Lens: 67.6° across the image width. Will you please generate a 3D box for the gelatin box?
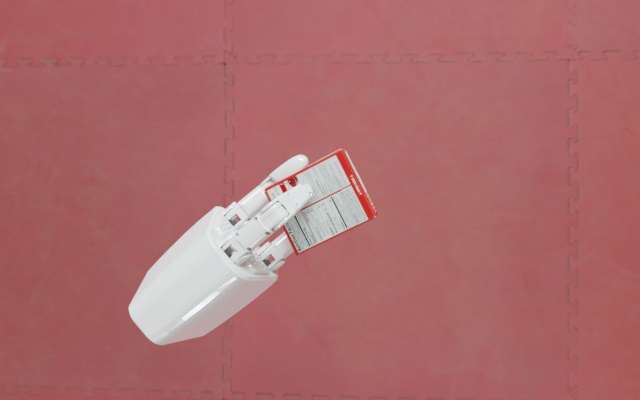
[{"bbox_3d":[0.000,0.001,0.466,0.089,0.073,0.030,-27,1,11],"label":"gelatin box"}]
